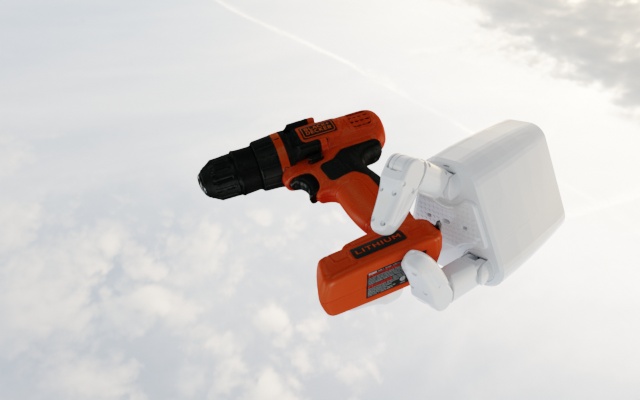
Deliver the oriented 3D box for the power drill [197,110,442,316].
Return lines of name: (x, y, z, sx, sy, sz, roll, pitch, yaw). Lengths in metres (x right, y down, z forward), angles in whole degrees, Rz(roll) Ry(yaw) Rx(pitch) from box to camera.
power drill: (0.000, 0.002, 0.411, 0.184, 0.187, 0.057, -20, -39, -11)
